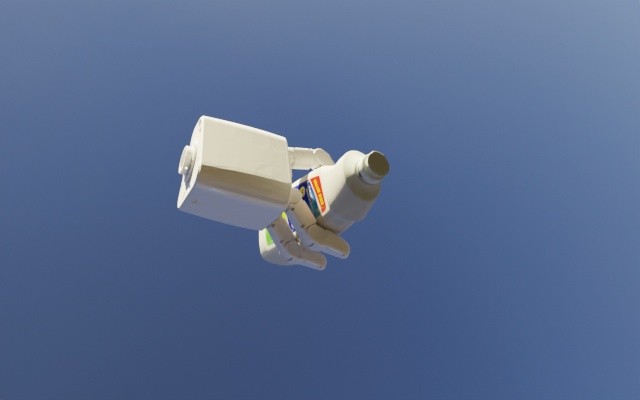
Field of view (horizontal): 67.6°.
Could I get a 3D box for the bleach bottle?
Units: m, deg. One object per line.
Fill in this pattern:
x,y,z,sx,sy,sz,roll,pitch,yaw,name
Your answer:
0.000,0.002,0.596,0.068,0.102,0.251,12,-28,-26,bleach bottle
